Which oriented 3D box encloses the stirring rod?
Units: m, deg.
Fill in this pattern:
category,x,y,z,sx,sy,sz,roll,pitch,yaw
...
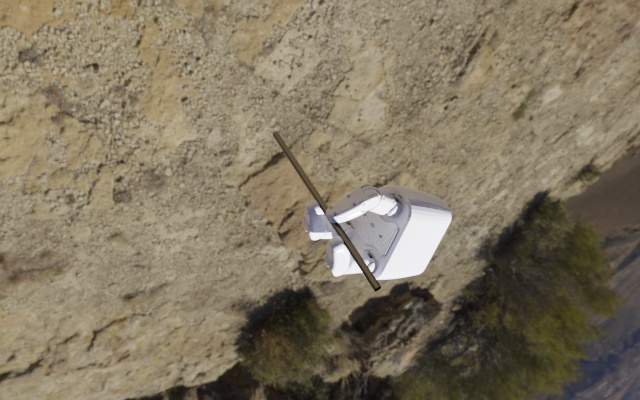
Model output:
category,x,y,z,sx,sy,sz,roll,pitch,yaw
stirring rod,0.000,0.002,0.531,0.011,0.239,0.011,-23,-34,-16
